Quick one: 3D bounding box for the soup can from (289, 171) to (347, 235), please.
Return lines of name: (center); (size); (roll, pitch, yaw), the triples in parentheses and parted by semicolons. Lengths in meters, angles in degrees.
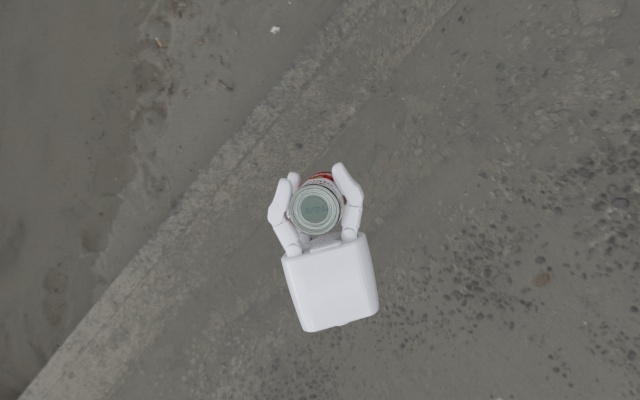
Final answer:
soup can: (0.000, 0.002, 0.638); (0.068, 0.068, 0.102); (0, 12, 10)
